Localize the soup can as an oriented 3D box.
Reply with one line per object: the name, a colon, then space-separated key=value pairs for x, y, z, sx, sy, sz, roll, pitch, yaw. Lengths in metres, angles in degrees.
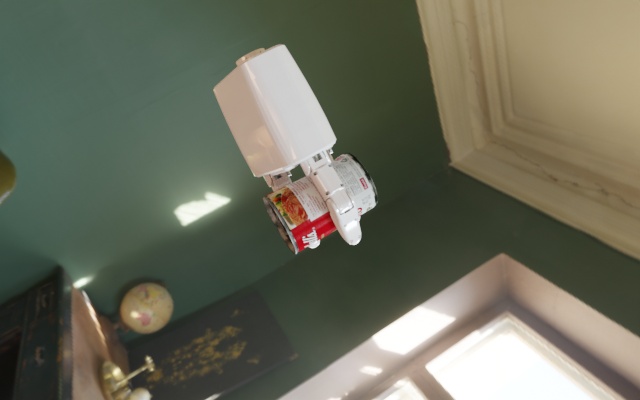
soup can: x=0.001 y=0.002 z=0.502 sx=0.102 sy=0.068 sz=0.068 roll=-30 pitch=7 yaw=-13
